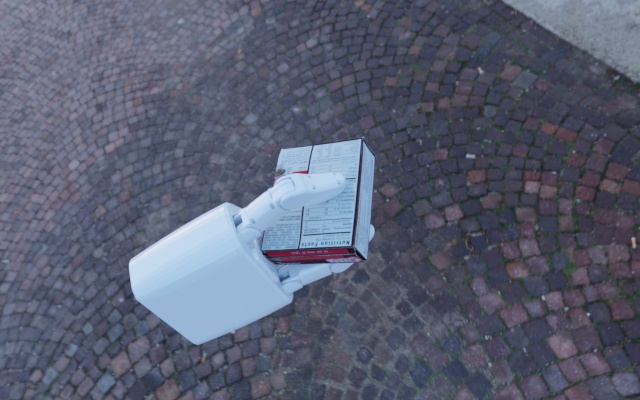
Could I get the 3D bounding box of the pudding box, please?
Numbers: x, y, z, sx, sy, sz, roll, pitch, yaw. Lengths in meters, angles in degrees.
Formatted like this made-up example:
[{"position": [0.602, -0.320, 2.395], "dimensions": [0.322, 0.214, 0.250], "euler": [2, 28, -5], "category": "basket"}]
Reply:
[{"position": [0.000, 0.001, 0.436], "dimensions": [0.090, 0.113, 0.039], "euler": [-4, -27, 23], "category": "pudding box"}]
